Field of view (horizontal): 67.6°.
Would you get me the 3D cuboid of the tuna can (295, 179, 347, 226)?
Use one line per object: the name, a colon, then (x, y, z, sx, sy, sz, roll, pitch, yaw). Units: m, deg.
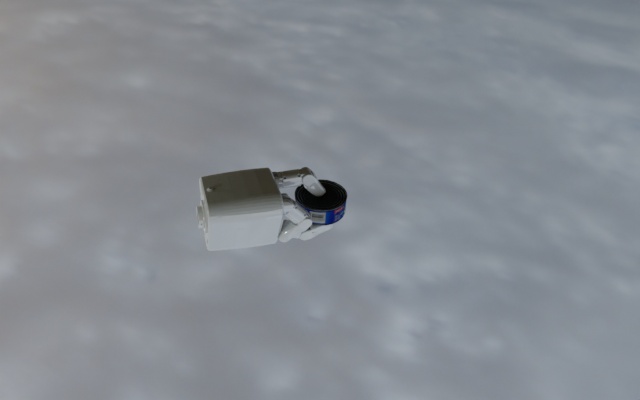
tuna can: (0.000, 0.003, 0.782, 0.086, 0.034, 0.086, 2, 37, -2)
